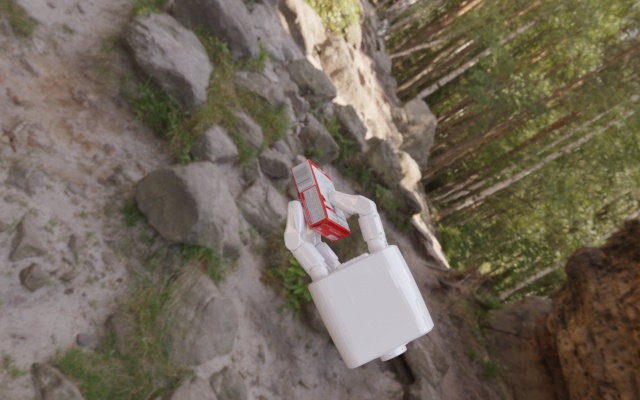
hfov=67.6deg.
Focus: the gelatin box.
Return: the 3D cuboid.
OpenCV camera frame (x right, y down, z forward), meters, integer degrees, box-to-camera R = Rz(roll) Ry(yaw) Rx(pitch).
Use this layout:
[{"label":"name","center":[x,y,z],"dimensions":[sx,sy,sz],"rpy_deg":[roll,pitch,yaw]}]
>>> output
[{"label":"gelatin box","center":[0.000,0.001,0.607],"dimensions":[0.030,0.089,0.073],"rpy_deg":[-26,-26,16]}]
